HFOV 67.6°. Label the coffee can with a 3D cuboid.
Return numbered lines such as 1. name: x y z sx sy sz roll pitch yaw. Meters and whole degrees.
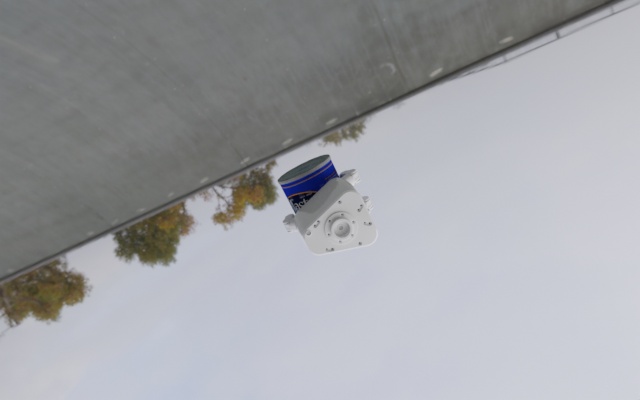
1. coffee can: 0.000 0.003 0.852 0.103 0.140 0.102 -25 13 6
